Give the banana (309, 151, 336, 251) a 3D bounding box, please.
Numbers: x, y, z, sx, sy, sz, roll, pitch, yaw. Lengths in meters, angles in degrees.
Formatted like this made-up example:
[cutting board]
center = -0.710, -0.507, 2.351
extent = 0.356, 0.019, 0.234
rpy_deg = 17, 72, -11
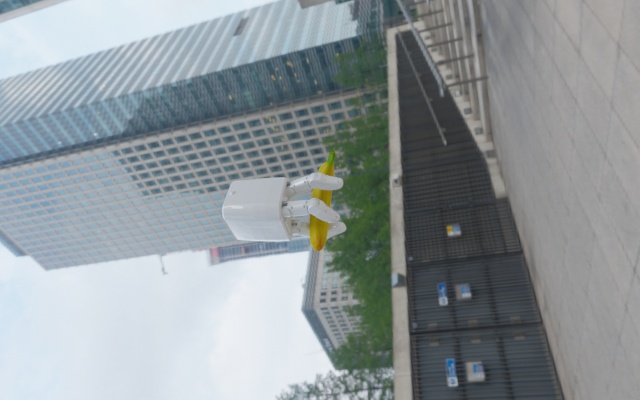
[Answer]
[banana]
center = 0.000, 0.008, 0.880
extent = 0.037, 0.197, 0.070
rpy_deg = 6, -25, 2
